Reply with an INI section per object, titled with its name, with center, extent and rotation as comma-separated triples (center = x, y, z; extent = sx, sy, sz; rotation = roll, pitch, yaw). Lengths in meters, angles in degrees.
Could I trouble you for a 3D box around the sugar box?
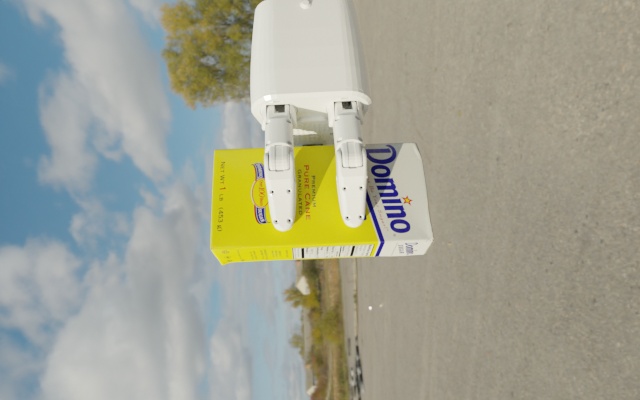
[sugar box]
center = 0.000, 0.001, 0.403
extent = 0.176, 0.093, 0.048
rotation = -4, -24, 0
